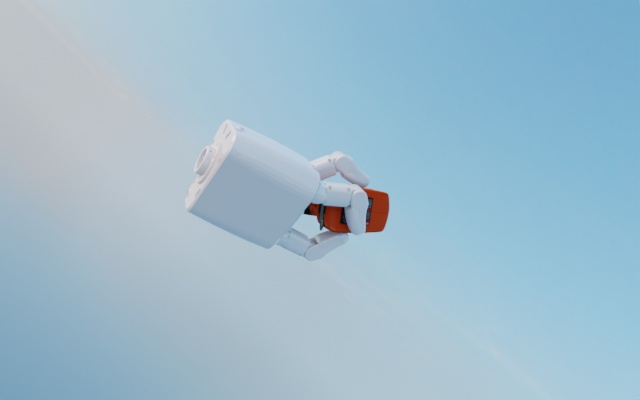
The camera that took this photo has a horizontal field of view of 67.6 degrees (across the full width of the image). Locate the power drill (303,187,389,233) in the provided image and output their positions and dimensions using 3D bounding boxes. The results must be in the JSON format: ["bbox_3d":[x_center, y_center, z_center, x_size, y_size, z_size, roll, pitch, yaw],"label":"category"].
[{"bbox_3d":[0.000,0.002,0.654,0.184,0.057,0.187,2,5,-42],"label":"power drill"}]
